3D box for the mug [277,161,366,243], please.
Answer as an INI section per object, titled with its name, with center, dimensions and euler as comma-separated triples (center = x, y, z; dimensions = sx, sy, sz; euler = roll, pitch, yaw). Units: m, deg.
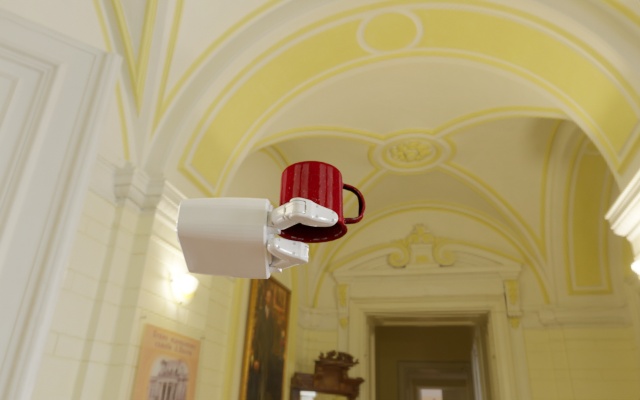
[mug]
center = 0.002, 0.002, 0.618
dimensions = 0.117, 0.081, 0.093
euler = 2, -25, -2
